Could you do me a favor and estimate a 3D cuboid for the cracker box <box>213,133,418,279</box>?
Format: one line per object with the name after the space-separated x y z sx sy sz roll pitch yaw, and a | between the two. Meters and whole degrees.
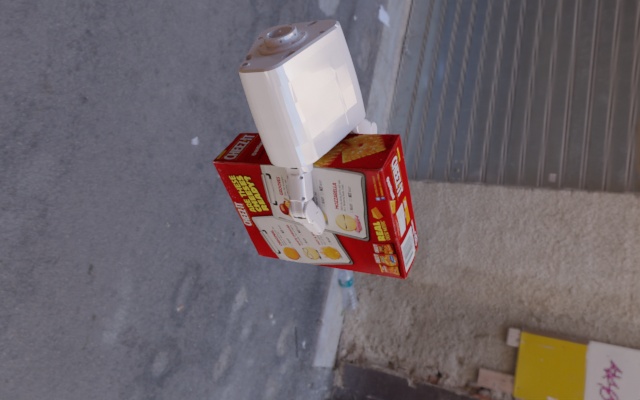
0.000 0.002 0.575 0.213 0.164 0.072 5 43 29 | cracker box
